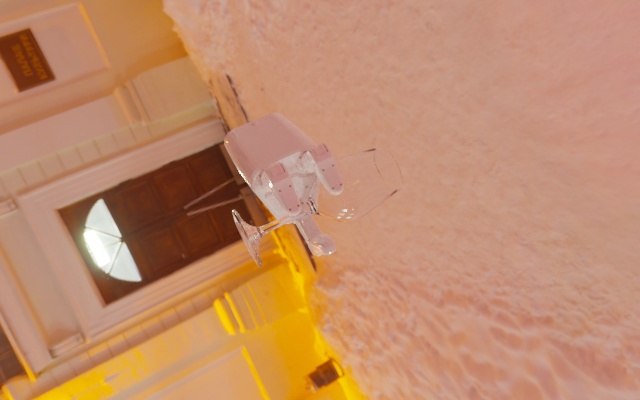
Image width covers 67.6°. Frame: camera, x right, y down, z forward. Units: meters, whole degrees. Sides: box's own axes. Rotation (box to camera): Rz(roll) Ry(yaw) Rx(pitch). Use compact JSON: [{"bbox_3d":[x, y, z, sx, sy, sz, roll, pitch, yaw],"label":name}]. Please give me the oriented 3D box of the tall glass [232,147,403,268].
[{"bbox_3d":[0.000,0.002,0.577,0.201,0.079,0.079,-26,7,-16],"label":"tall glass"}]
